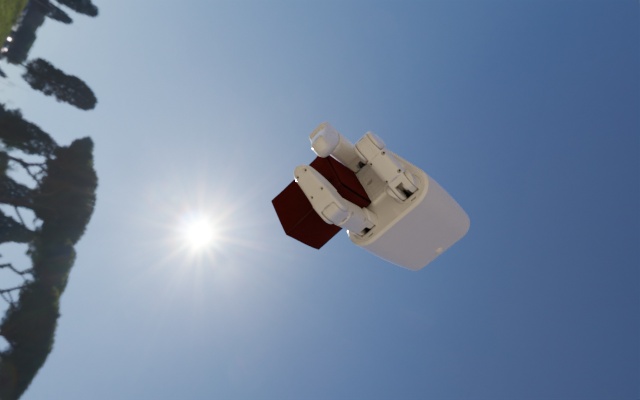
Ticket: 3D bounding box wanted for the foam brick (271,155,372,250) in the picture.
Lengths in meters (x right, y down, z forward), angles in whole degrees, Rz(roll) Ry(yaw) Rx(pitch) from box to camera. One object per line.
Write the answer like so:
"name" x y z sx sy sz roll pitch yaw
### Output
"foam brick" 0.000 0.002 0.480 0.078 0.053 0.051 -42 -44 18
